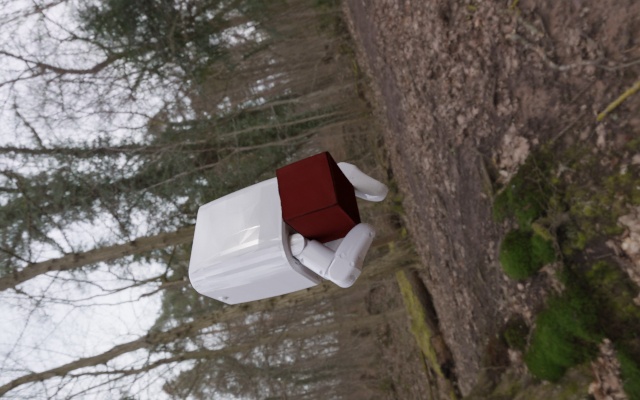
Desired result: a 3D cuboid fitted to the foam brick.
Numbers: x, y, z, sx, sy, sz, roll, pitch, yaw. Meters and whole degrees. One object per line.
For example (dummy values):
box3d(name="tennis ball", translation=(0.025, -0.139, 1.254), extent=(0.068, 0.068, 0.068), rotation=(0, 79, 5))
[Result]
box3d(name="foam brick", translation=(0.000, 0.001, 0.432), extent=(0.051, 0.053, 0.078), rotation=(-17, -27, 14))
